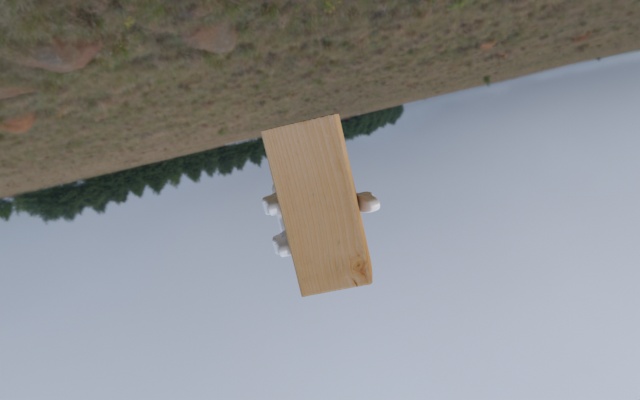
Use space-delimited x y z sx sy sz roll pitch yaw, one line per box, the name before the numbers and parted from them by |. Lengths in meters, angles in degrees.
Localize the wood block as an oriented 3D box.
wood block | 0.000 0.002 0.602 0.091 0.206 0.090 -12 9 8
